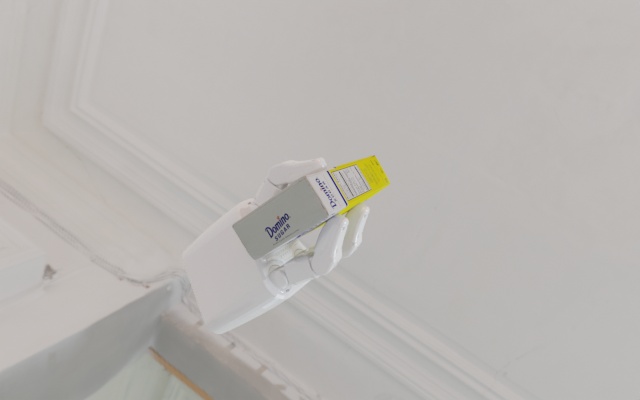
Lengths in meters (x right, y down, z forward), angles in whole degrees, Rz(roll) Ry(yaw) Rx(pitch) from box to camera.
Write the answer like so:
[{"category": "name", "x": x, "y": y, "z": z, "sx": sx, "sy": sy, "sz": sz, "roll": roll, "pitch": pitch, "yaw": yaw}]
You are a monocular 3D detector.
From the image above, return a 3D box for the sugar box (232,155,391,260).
[{"category": "sugar box", "x": 0.000, "y": 0.002, "z": 0.482, "sx": 0.093, "sy": 0.048, "sz": 0.176, "roll": -33, "pitch": -2, "yaw": 28}]
